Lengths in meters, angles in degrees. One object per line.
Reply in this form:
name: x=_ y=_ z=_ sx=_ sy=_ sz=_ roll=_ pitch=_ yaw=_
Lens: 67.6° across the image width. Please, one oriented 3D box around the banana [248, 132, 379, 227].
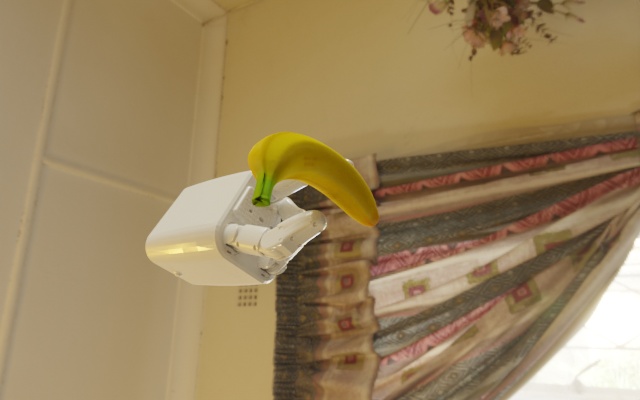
banana: x=-0.003 y=-0.017 z=0.403 sx=0.037 sy=0.069 sz=0.198 roll=-10 pitch=-11 yaw=30
